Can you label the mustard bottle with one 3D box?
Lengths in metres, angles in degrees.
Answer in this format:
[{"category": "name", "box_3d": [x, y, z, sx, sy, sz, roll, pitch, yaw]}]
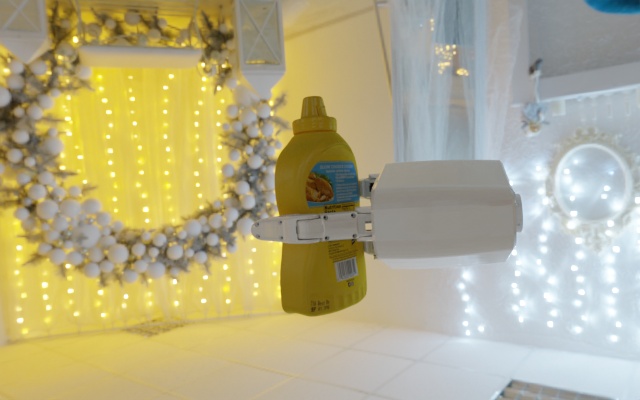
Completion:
[{"category": "mustard bottle", "box_3d": [0.000, 0.002, 0.438, 0.058, 0.191, 0.096, -2, 3, 40]}]
